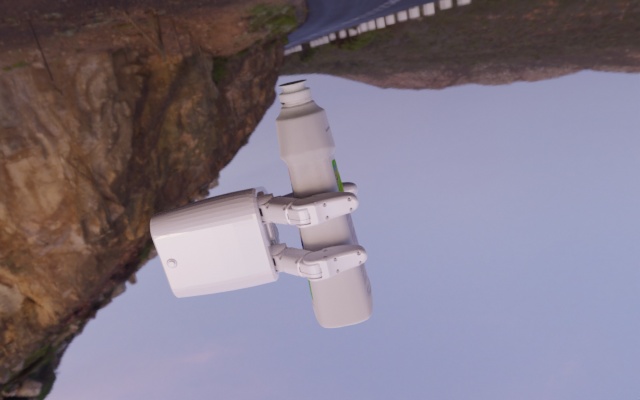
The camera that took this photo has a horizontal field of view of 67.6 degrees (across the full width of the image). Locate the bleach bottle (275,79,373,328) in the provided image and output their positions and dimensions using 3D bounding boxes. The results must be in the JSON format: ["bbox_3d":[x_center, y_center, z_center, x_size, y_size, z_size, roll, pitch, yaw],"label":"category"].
[{"bbox_3d":[0.000,0.002,0.499,0.068,0.251,0.102,-12,19,2],"label":"bleach bottle"}]
